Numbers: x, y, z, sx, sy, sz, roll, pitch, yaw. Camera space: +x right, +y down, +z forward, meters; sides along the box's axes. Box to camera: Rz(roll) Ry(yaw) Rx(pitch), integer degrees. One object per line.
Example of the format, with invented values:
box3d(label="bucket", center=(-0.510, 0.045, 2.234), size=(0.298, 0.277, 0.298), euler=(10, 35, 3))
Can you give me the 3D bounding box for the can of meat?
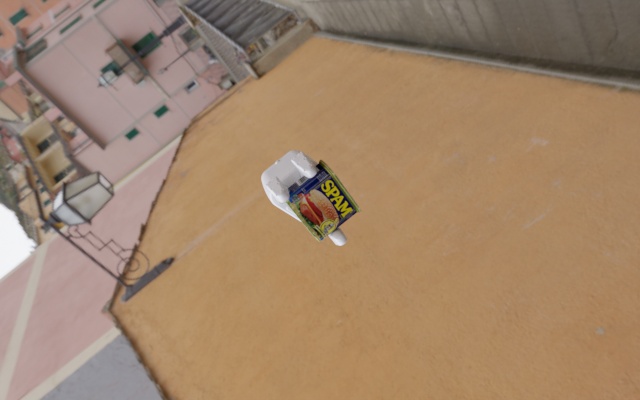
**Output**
box3d(label="can of meat", center=(0.000, 0.003, 0.741), size=(0.084, 0.102, 0.057), euler=(-38, 28, -2))
